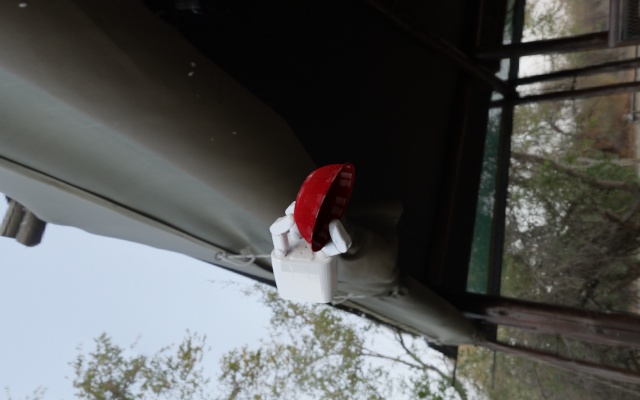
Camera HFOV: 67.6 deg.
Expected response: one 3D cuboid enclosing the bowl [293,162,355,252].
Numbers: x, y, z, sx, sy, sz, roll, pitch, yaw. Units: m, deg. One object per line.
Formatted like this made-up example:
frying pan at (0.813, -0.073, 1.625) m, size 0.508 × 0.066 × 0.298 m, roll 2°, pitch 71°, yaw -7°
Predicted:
bowl at (0.000, 0.001, 0.800) m, size 0.055 × 0.162 × 0.162 m, roll 23°, pitch 7°, yaw 16°
